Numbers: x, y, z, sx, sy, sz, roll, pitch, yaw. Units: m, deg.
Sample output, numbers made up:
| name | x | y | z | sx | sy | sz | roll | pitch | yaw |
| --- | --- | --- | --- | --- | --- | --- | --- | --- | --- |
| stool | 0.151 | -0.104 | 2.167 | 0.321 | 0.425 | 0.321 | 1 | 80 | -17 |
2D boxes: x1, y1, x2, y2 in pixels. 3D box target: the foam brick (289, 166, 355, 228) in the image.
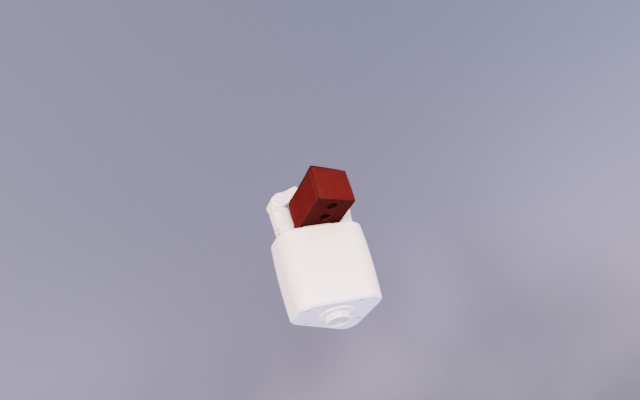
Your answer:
| name | x | y | z | sx | sy | sz | roll | pitch | yaw |
| --- | --- | --- | --- | --- | --- | --- | --- | --- | --- |
| foam brick | 0.000 | 0.002 | 0.609 | 0.053 | 0.051 | 0.078 | 5 | -40 | -27 |
